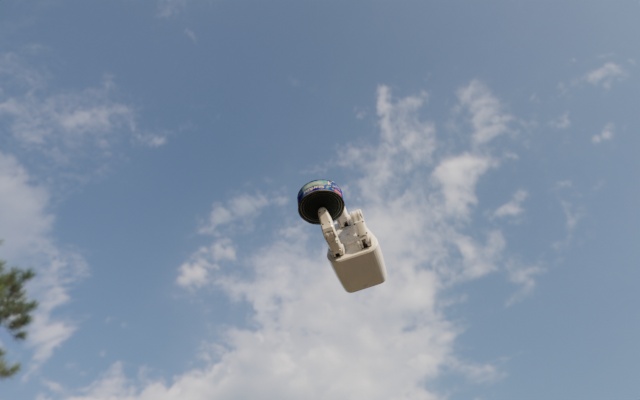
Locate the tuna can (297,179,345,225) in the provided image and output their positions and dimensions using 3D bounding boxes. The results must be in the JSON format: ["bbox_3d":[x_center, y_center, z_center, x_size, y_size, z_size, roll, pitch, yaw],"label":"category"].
[{"bbox_3d":[0.000,0.002,0.877,0.086,0.086,0.033,0,42,-8],"label":"tuna can"}]
